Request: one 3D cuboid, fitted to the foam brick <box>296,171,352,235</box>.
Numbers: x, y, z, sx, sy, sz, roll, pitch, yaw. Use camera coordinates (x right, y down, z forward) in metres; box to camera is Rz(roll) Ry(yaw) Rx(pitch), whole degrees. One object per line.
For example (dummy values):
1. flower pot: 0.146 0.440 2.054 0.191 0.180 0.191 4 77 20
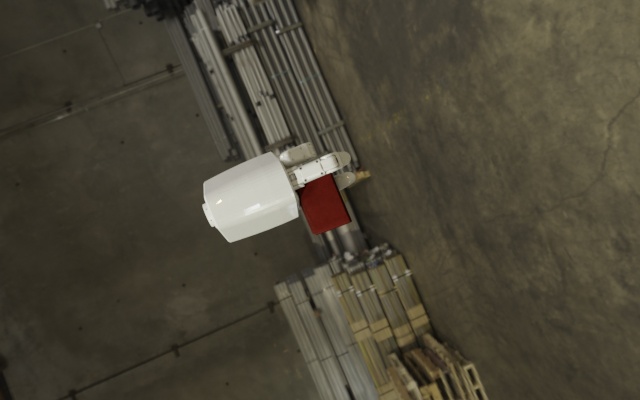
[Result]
1. foam brick: 0.000 0.002 0.642 0.051 0.078 0.053 -23 2 -8
